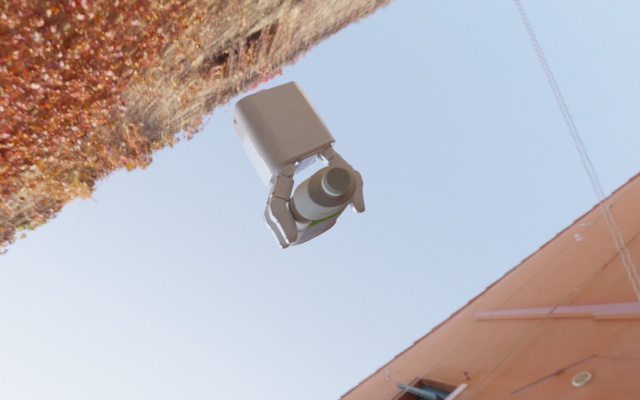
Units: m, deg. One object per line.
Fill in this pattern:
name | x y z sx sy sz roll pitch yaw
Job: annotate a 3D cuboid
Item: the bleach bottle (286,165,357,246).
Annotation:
bleach bottle | 0.000 0.002 0.651 0.102 0.068 0.251 -29 -6 -18
